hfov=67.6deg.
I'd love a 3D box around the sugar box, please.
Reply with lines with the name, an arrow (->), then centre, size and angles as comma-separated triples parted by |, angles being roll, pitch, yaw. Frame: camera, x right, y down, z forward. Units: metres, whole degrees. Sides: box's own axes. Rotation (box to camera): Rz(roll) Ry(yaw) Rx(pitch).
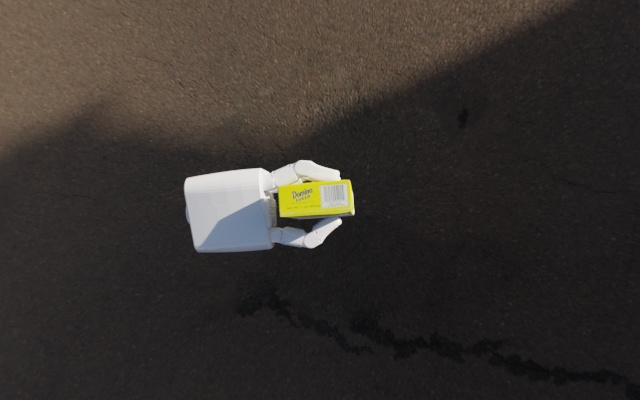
sugar box -> 0.000, 0.002, 0.672 | 0.093, 0.048, 0.176 | -4, -1, 4
